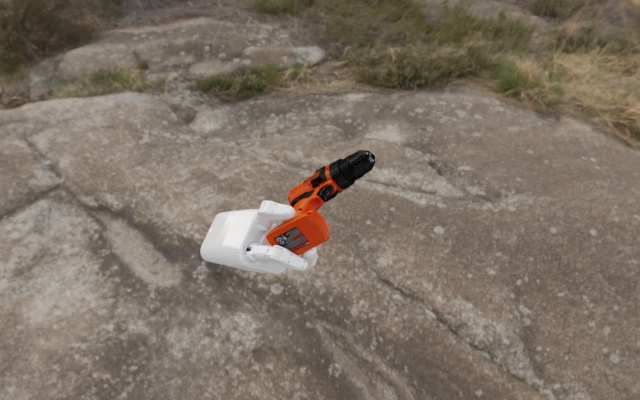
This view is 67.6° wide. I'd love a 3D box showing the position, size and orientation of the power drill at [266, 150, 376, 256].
[{"bbox_3d":[0.000,0.003,0.776,0.184,0.057,0.187,-31,17,33],"label":"power drill"}]
